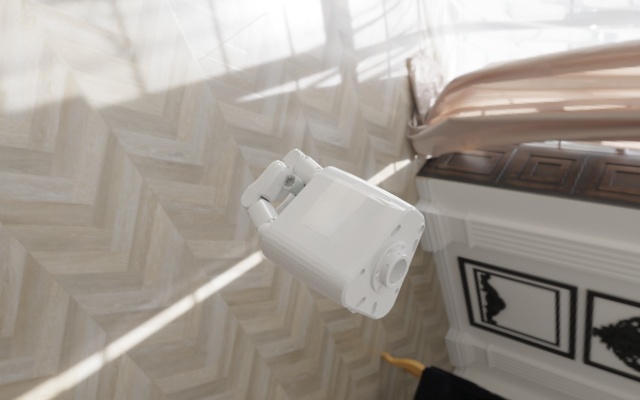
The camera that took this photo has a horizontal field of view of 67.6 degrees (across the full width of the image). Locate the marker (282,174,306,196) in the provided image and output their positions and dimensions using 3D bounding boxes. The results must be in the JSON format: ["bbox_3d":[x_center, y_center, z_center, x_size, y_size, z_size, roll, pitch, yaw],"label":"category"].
[{"bbox_3d":[0.000,0.002,0.533,0.020,0.020,0.121,0,-20,34],"label":"marker"}]
